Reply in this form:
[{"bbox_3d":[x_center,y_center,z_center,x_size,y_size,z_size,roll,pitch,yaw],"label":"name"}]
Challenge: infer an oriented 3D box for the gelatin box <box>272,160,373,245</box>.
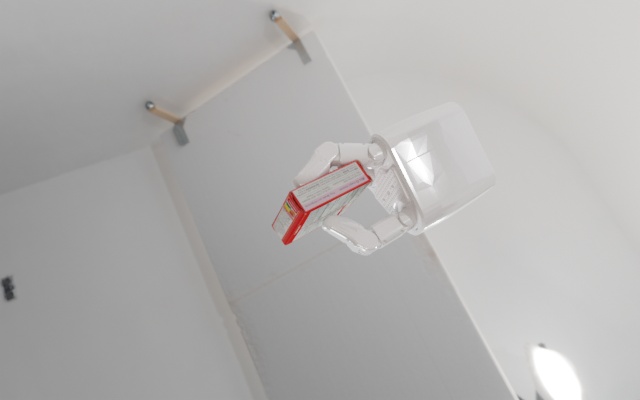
[{"bbox_3d":[0.000,0.002,0.483,0.089,0.030,0.073,-28,-15,-31],"label":"gelatin box"}]
